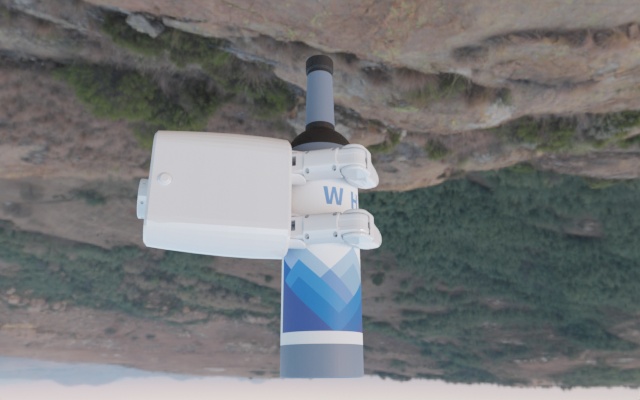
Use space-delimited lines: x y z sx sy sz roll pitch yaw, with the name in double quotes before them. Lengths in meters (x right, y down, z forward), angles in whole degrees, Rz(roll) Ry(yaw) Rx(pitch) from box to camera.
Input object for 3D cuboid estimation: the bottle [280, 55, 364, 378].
"bottle" 0.000 0.002 0.426 0.069 0.295 0.069 0 -19 0
